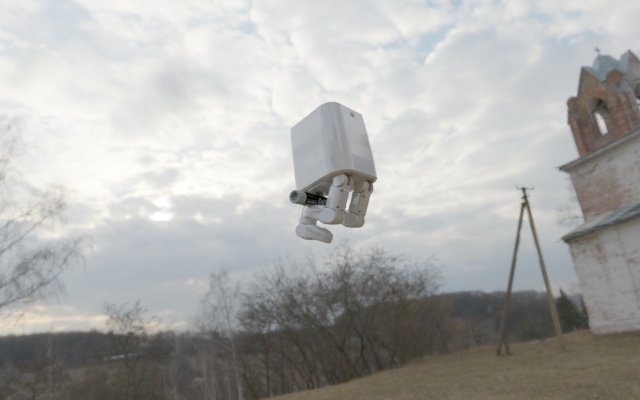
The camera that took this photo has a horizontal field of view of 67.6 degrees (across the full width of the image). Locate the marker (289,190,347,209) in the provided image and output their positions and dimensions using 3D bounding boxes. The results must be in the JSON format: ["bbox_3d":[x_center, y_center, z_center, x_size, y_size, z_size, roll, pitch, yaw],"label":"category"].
[{"bbox_3d":[0.000,0.002,0.683,0.020,0.020,0.121,0,-7,36],"label":"marker"}]
